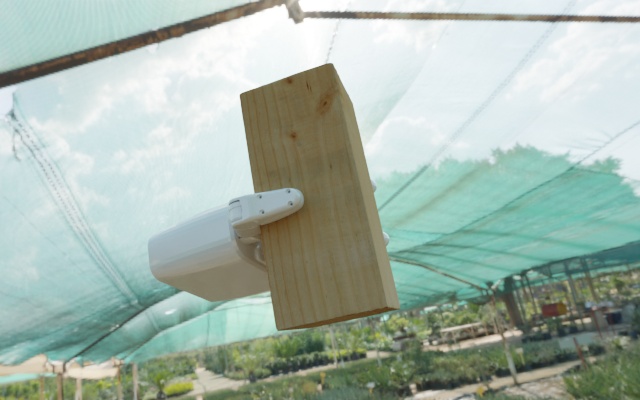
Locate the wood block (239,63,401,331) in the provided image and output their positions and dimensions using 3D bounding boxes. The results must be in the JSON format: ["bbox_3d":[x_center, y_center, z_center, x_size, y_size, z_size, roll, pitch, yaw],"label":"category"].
[{"bbox_3d":[0.000,0.001,0.421,0.090,0.206,0.091,-15,-16,13],"label":"wood block"}]
